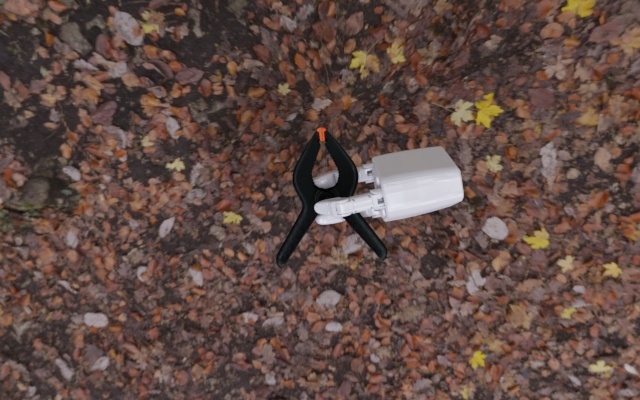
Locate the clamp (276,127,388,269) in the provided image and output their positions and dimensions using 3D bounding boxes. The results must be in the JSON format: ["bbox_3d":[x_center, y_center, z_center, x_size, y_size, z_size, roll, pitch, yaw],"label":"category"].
[{"bbox_3d":[0.000,0.002,0.692,0.164,0.210,0.036,-12,10,1],"label":"clamp"}]
